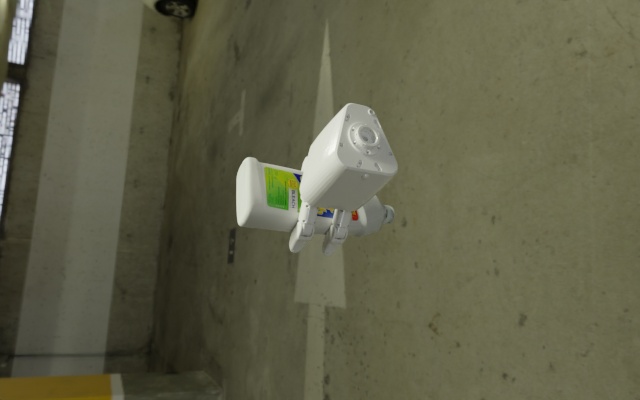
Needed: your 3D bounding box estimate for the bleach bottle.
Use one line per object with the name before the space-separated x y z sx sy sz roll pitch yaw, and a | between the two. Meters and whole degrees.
bleach bottle | 0.000 0.003 0.739 0.251 0.102 0.068 7 -28 -24
